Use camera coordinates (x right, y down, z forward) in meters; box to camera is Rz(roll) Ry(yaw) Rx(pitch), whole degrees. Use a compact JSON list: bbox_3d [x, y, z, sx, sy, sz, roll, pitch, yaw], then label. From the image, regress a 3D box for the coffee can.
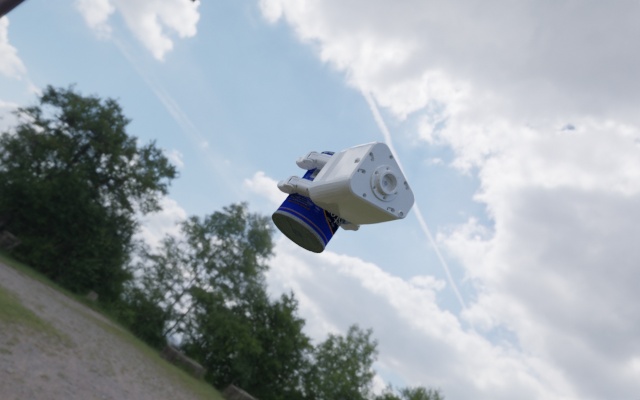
[{"bbox_3d":[0.000,0.003,0.798,0.103,0.140,0.103,30,-23,14],"label":"coffee can"}]
